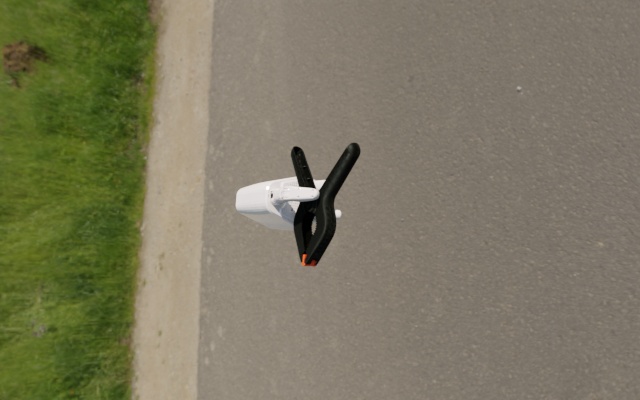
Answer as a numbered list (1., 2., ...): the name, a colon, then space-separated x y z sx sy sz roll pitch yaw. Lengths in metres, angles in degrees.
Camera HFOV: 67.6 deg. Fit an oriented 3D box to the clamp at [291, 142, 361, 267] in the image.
1. clamp: -0.001 0.003 0.779 0.036 0.210 0.164 9 -9 -38
